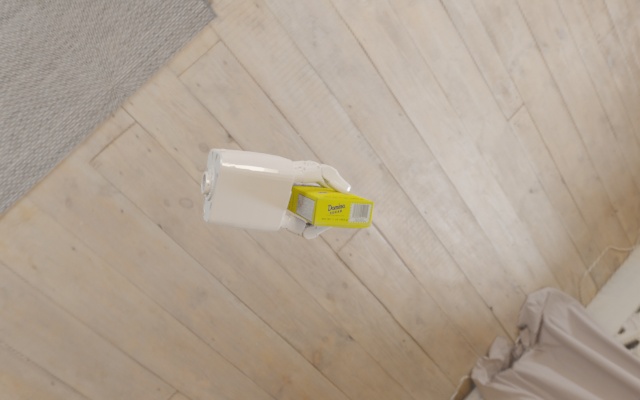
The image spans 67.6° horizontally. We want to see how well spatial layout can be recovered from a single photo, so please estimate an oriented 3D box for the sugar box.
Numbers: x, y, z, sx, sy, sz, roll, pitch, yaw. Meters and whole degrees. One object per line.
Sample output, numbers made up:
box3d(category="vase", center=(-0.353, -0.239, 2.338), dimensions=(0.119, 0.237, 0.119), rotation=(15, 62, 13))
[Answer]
box3d(category="sugar box", center=(0.000, 0.002, 0.746), dimensions=(0.093, 0.048, 0.176), rotation=(4, 11, -25))
